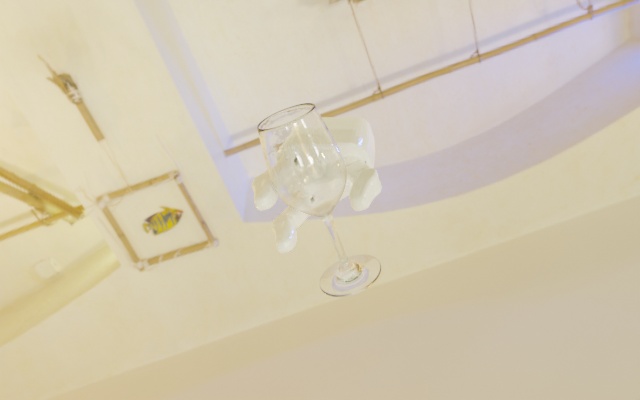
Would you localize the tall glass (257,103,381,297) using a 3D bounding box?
[{"bbox_3d":[0.000,0.002,0.506,0.079,0.201,0.079,-18,25,9],"label":"tall glass"}]
